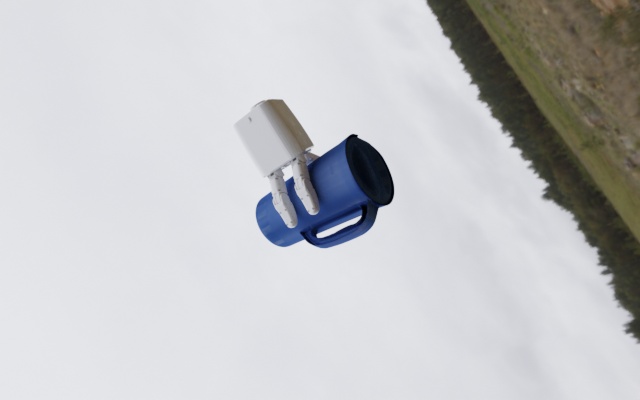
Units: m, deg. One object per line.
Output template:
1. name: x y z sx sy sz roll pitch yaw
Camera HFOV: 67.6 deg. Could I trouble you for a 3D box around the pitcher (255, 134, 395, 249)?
1. pitcher: 0.000 0.003 0.846 0.243 0.145 0.149 -29 6 33
